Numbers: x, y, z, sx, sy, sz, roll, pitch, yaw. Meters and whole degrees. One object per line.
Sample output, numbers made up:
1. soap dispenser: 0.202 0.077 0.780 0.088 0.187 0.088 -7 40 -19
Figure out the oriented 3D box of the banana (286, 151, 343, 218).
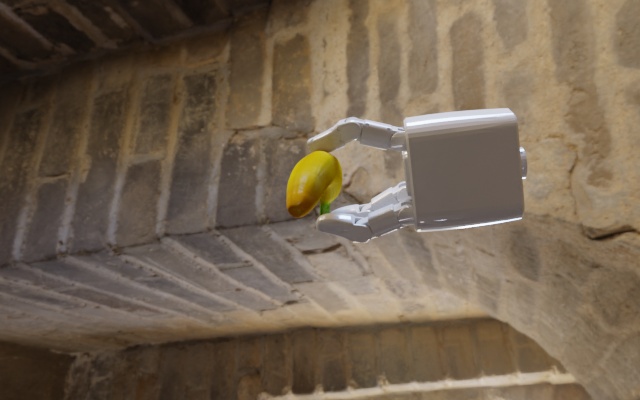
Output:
1. banana: 0.000 -0.017 0.484 0.037 0.069 0.198 -3 -3 10
